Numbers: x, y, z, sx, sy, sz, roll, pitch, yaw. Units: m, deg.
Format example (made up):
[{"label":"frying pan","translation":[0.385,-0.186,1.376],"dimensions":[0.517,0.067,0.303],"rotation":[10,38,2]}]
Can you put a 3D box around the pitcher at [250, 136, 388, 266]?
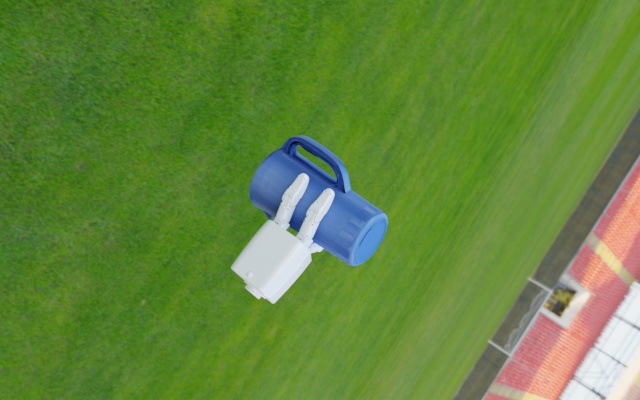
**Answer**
[{"label":"pitcher","translation":[0.000,0.003,0.866],"dimensions":[0.242,0.145,0.149],"rotation":[33,-17,26]}]
